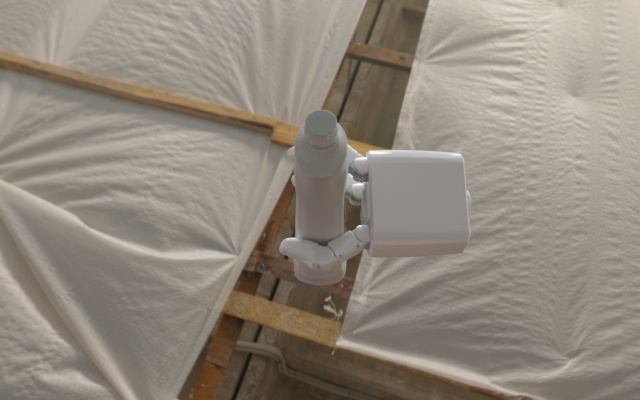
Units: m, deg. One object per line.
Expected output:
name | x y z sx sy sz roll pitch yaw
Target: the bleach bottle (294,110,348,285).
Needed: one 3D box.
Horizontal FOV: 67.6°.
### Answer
bleach bottle | 0.000 0.002 0.521 0.068 0.102 0.251 1 -30 0
